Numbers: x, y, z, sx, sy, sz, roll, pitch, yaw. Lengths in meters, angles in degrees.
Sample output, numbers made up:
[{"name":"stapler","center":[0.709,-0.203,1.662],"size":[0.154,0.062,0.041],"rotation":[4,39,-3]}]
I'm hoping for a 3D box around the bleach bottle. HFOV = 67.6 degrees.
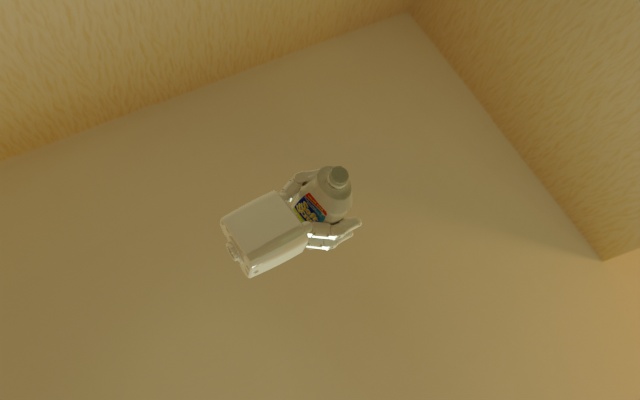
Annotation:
[{"name":"bleach bottle","center":[0.000,0.003,0.826],"size":[0.068,0.102,0.251],"rotation":[-27,-15,-21]}]
